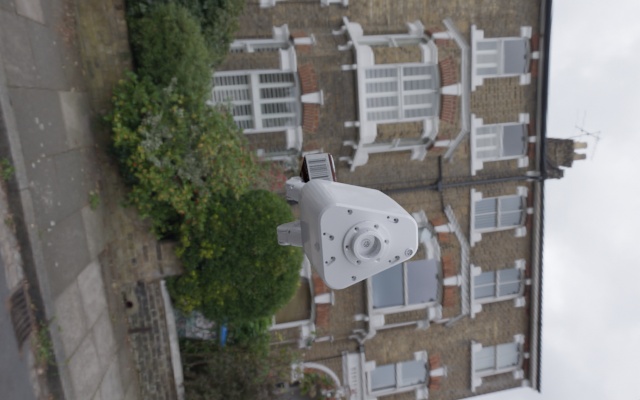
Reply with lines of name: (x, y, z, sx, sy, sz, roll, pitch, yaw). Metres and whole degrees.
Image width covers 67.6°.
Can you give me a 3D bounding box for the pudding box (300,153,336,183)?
pudding box: (0.000, 0.002, 0.648, 0.039, 0.113, 0.090, -6, -13, -9)
